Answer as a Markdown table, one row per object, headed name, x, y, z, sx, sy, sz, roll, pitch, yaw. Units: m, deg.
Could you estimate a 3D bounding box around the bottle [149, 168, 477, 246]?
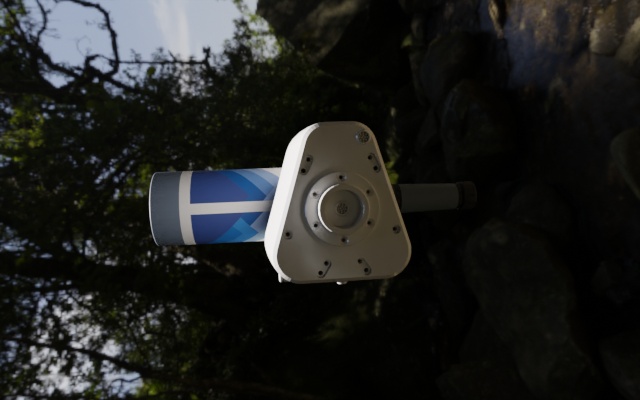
| name | x | y | z | sx | sy | sz | roll | pitch | yaw |
| --- | --- | --- | --- | --- | --- | --- | --- | --- | --- |
| bottle | 0.000 | 0.001 | 0.446 | 0.296 | 0.069 | 0.069 | -3 | 0 | -7 |
